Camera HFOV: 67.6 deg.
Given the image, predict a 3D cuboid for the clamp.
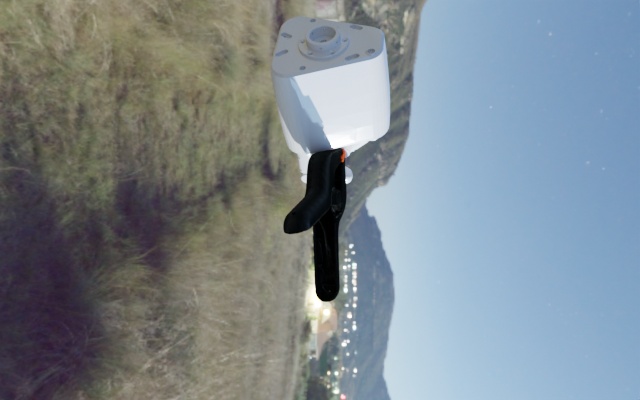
[{"bbox_3d":[0.001,0.001,0.481,0.039,0.171,0.120,-3,-36,11],"label":"clamp"}]
